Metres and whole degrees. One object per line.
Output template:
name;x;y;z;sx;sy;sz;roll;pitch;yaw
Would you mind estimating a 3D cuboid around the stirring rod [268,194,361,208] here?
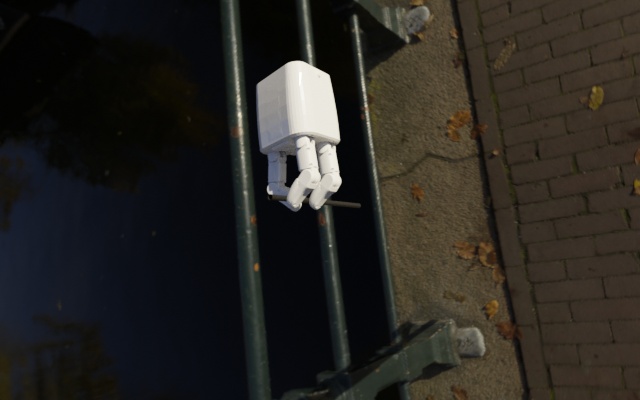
stirring rod;0.000;0.002;0.730;0.011;0.011;0.239;0;-3;34
